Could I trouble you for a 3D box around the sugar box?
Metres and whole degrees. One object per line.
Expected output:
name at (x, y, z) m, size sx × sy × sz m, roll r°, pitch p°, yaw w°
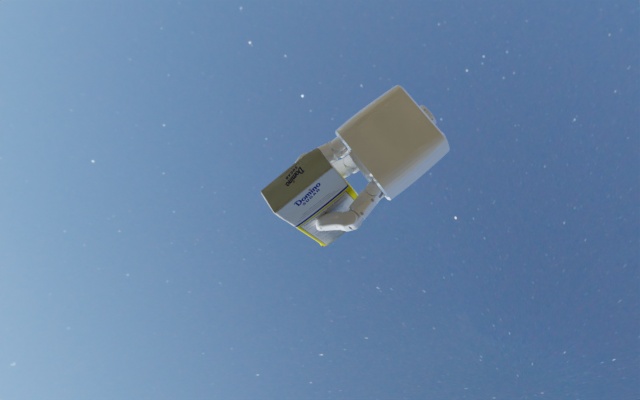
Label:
sugar box at (0.000, 0.002, 0.654) m, size 0.093 × 0.048 × 0.176 m, roll -38°, pitch -30°, yaw 4°
